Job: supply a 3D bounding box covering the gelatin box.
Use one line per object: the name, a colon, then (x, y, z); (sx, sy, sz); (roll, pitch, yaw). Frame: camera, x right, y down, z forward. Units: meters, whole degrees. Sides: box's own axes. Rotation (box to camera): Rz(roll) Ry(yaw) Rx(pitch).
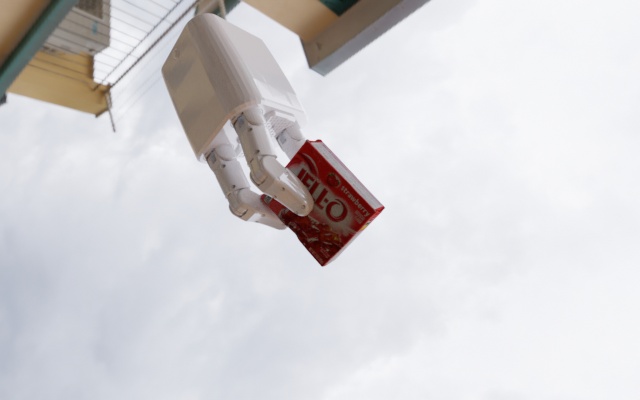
gelatin box: (0.000, 0.002, 0.422); (0.073, 0.089, 0.030); (-48, -14, 24)
